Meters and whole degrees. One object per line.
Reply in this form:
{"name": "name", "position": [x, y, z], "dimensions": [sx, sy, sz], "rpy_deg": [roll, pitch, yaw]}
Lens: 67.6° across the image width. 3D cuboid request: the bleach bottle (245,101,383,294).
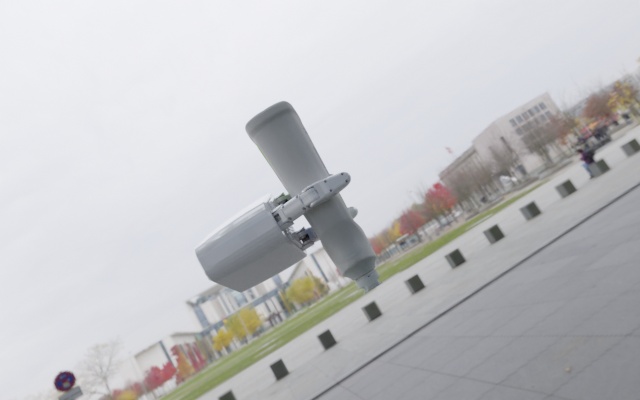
{"name": "bleach bottle", "position": [0.000, 0.002, 0.603], "dimensions": [0.068, 0.251, 0.102], "rpy_deg": [-32, -9, 3]}
